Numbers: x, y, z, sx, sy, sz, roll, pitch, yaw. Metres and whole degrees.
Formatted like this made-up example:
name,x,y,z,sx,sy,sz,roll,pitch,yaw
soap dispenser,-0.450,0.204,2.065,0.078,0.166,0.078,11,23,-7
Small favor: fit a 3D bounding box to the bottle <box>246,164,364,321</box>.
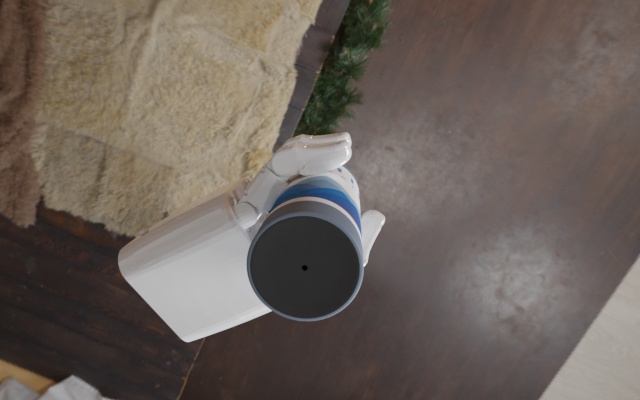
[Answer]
name,x,y,z,sx,sy,sz,roll,pitch,yaw
bottle,0.000,0.001,0.409,0.069,0.069,0.295,0,15,4
